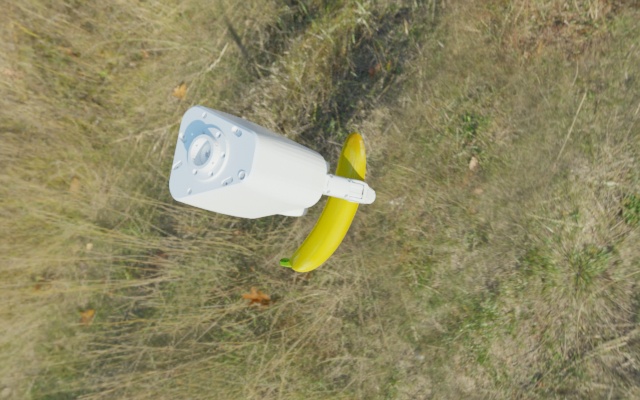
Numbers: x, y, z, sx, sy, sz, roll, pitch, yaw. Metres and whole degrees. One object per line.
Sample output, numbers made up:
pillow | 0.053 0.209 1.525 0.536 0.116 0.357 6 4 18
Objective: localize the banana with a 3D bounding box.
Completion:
banana | 0.010 0.014 0.577 0.069 0.198 0.037 39 15 36
